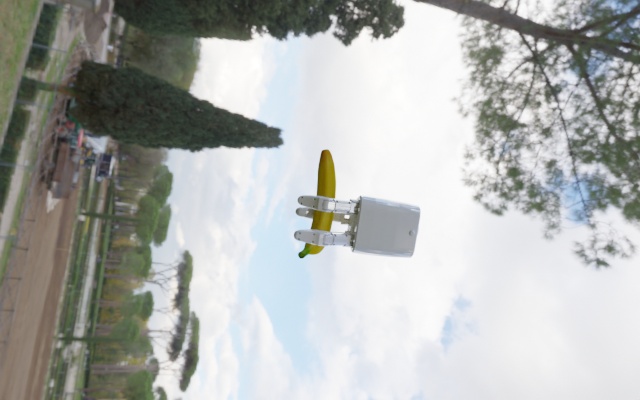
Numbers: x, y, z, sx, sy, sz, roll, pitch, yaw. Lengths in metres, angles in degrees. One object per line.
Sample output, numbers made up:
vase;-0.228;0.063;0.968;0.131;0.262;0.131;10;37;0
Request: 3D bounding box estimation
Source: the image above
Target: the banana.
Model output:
banana;0.003;0.011;0.835;0.037;0.197;0.070;7;-16;15
